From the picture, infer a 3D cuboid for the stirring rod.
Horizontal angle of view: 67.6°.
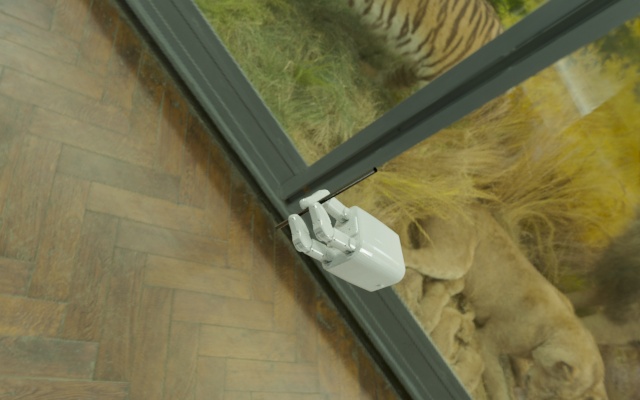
[{"bbox_3d":[0.000,0.002,0.733,0.011,0.011,0.239,0,-22,-42],"label":"stirring rod"}]
